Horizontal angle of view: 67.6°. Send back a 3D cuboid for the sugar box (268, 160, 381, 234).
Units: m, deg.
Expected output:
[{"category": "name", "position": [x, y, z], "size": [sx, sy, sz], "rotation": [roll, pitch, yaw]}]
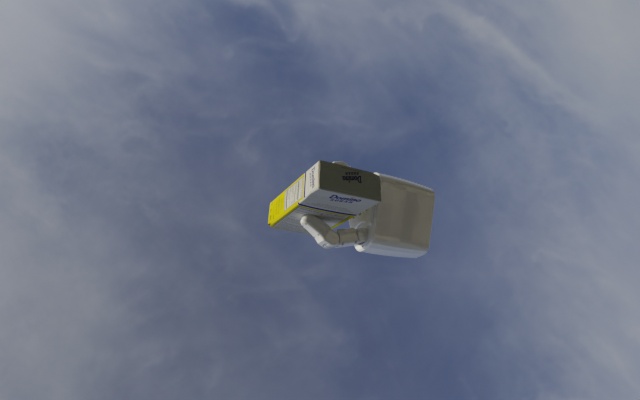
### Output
[{"category": "sugar box", "position": [0.000, 0.002, 0.673], "size": [0.093, 0.048, 0.176], "rotation": [12, -26, -24]}]
